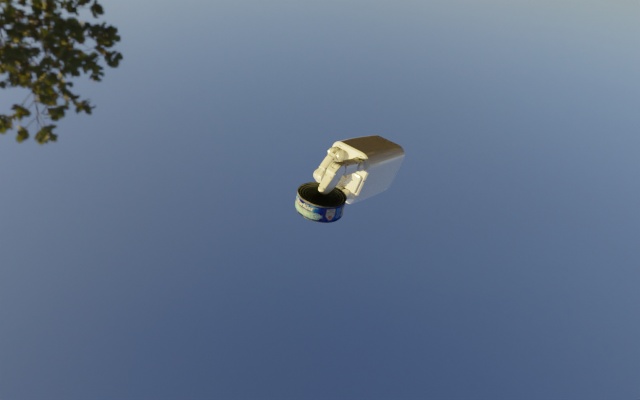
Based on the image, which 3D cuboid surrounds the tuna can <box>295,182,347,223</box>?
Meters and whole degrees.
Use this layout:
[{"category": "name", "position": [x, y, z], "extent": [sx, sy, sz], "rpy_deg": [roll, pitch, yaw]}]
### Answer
[{"category": "tuna can", "position": [0.000, 0.003, 0.820], "extent": [0.086, 0.034, 0.086], "rpy_deg": [9, 28, -5]}]
